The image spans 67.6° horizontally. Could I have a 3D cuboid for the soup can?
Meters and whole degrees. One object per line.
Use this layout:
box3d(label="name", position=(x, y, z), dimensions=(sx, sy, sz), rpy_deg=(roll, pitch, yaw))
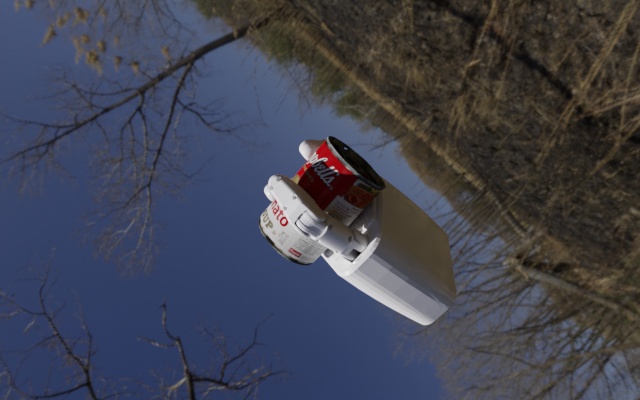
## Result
box3d(label="soup can", position=(0.000, 0.001, 0.436), dimensions=(0.068, 0.102, 0.068), rpy_deg=(38, 18, -14))
